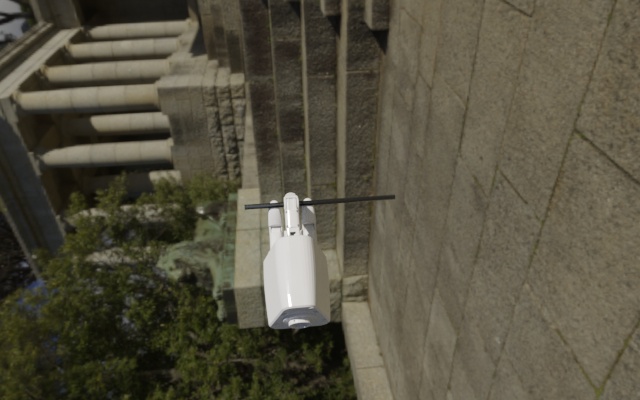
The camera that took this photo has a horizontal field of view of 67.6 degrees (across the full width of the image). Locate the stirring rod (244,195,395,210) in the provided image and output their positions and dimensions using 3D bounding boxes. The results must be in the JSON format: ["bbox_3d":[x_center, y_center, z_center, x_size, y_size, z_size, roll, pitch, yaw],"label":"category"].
[{"bbox_3d":[0.000,0.003,0.762,0.239,0.011,0.011,-4,0,-4],"label":"stirring rod"}]
